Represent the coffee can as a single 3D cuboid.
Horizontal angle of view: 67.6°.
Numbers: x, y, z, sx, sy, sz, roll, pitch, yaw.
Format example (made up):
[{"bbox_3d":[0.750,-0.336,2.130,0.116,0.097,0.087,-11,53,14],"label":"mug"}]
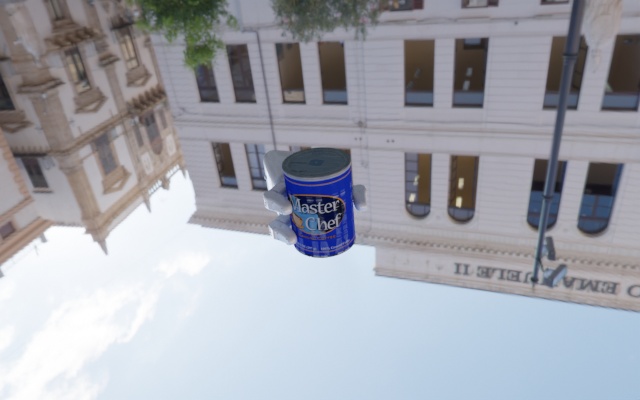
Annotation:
[{"bbox_3d":[0.000,0.002,0.737,0.103,0.140,0.102,-5,30,3],"label":"coffee can"}]
